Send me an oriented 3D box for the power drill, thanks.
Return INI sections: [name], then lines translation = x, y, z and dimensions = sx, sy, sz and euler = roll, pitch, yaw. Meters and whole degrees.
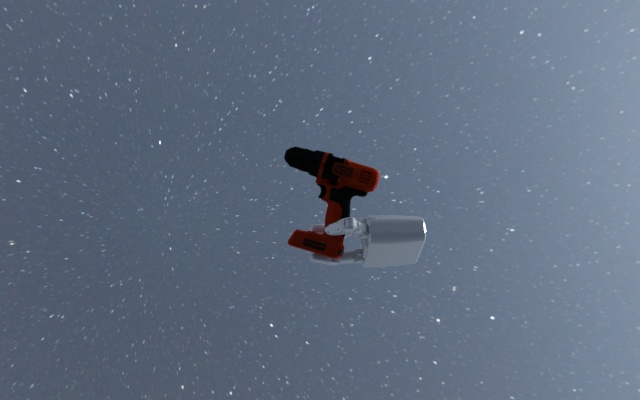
[power drill]
translation = 0.000, 0.003, 0.896
dimensions = 0.184, 0.187, 0.057
euler = 17, 0, 9
